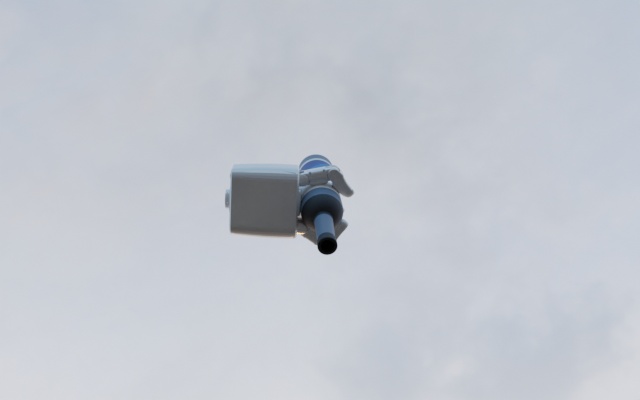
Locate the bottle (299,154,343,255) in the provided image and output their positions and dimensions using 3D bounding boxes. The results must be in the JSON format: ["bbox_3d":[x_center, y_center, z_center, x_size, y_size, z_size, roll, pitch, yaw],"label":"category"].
[{"bbox_3d":[0.000,0.002,0.770,0.069,0.069,0.295,0,24,-4],"label":"bottle"}]
